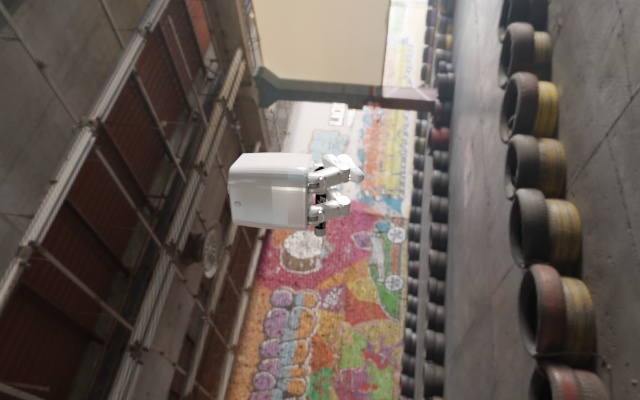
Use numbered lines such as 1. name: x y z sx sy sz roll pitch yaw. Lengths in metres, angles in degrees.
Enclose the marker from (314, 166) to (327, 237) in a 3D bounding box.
1. marker: 0.000 0.002 0.718 0.020 0.121 0.020 1 35 -1
